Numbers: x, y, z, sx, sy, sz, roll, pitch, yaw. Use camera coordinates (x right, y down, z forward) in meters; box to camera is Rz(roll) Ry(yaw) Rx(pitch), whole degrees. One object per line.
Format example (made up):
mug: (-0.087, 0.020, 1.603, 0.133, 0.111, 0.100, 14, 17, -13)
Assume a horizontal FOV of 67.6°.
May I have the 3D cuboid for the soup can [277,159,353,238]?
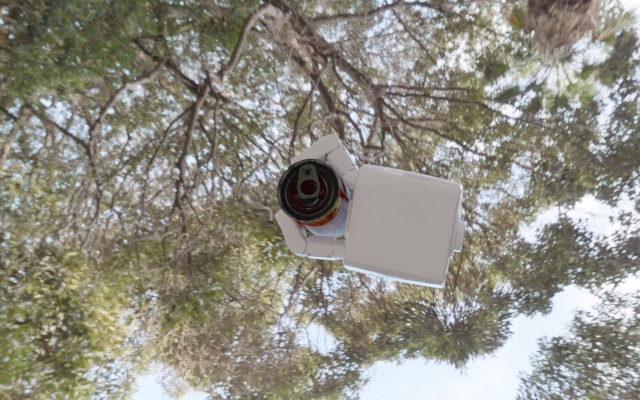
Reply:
soup can: (0.000, 0.002, 0.536, 0.068, 0.068, 0.102, 0, -15, 15)
